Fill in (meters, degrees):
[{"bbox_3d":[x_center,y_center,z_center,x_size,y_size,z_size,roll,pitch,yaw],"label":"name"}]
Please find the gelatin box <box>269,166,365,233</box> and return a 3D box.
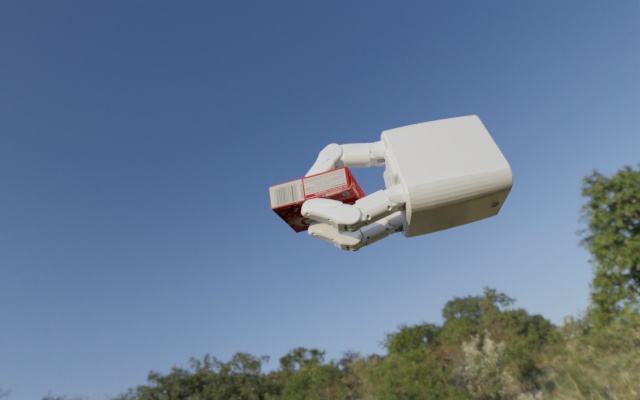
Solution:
[{"bbox_3d":[0.000,0.001,0.512,0.089,0.030,0.073,-14,-27,14],"label":"gelatin box"}]
